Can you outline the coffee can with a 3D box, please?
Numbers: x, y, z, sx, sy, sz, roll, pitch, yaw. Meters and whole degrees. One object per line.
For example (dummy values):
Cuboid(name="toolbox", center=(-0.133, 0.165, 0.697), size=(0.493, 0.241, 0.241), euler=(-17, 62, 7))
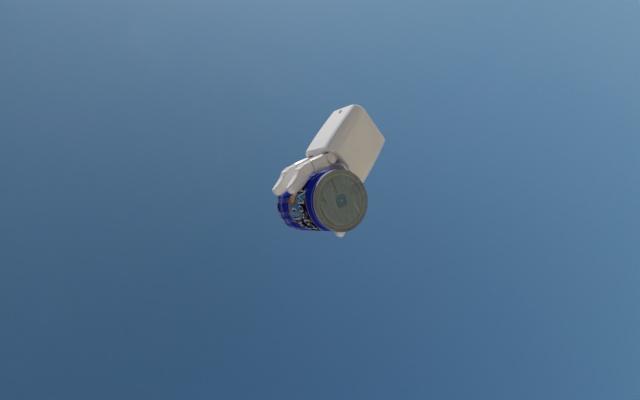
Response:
Cuboid(name="coffee can", center=(0.000, 0.003, 0.831), size=(0.103, 0.103, 0.140), euler=(0, -2, -30))
